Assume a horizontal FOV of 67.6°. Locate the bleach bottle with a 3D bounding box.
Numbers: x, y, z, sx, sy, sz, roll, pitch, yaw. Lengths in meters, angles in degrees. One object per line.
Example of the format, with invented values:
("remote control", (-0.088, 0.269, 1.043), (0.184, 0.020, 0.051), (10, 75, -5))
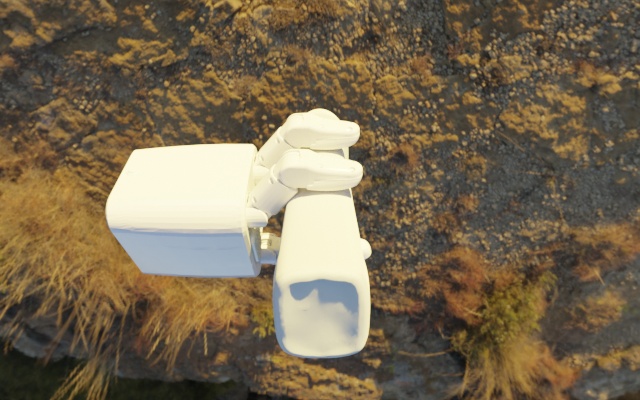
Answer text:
("bleach bottle", (0.000, 0.001, 0.421), (0.068, 0.103, 0.250), (-1, 39, 0))
